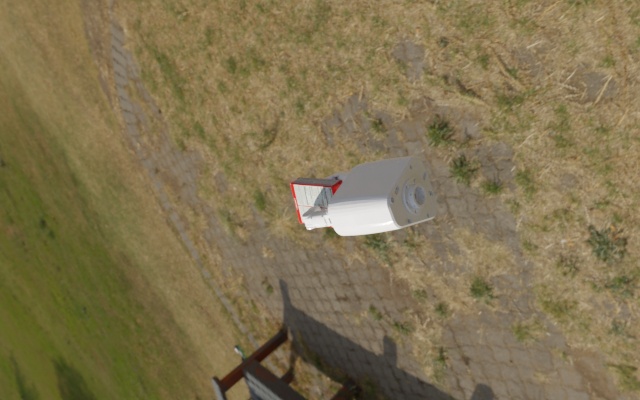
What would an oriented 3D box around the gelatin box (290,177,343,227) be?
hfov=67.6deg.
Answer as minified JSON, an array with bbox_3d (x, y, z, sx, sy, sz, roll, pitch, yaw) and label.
[{"bbox_3d":[0.000,0.003,0.763,0.089,0.073,0.030,5,28,37],"label":"gelatin box"}]
